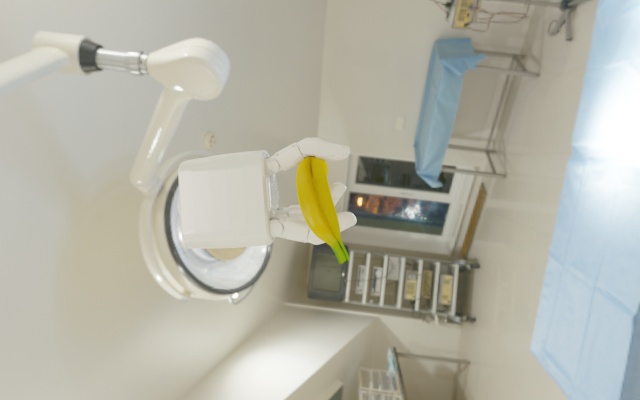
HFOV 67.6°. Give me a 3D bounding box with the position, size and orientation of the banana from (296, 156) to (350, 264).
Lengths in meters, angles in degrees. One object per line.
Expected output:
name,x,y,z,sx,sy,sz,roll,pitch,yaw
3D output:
banana,-0.005,-0.011,0.550,0.037,0.070,0.197,-17,34,5
